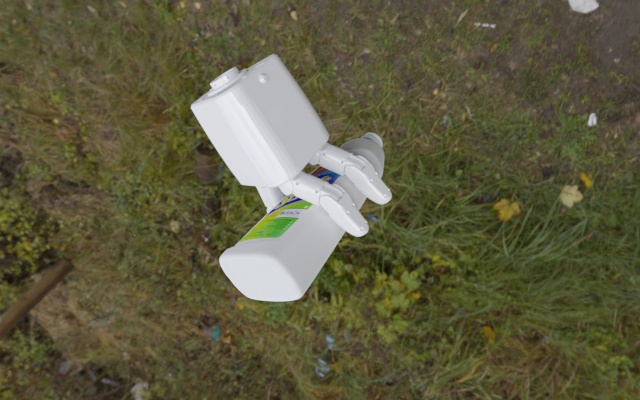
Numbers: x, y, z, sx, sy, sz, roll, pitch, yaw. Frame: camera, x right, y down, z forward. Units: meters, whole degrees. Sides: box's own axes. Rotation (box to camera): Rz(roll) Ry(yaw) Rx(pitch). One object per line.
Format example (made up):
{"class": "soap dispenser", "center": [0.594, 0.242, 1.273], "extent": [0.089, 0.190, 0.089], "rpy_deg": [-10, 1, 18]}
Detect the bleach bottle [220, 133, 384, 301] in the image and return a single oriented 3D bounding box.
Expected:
{"class": "bleach bottle", "center": [0.000, 0.002, 0.549], "extent": [0.102, 0.068, 0.250], "rpy_deg": [-9, 32, 43]}
